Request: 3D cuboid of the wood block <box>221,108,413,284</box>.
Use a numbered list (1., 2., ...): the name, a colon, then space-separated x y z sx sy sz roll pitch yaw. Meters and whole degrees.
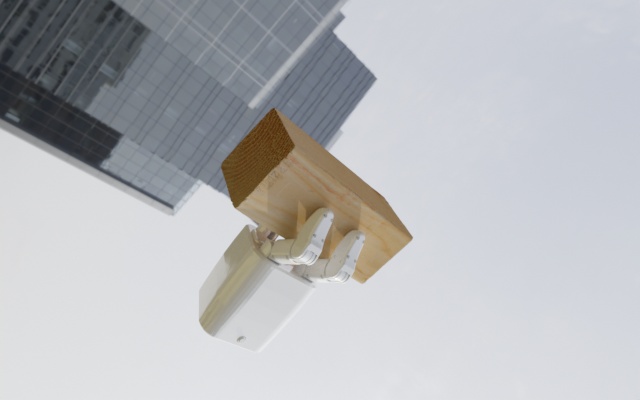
1. wood block: 0.000 0.002 0.544 0.206 0.090 0.090 35 16 -38
